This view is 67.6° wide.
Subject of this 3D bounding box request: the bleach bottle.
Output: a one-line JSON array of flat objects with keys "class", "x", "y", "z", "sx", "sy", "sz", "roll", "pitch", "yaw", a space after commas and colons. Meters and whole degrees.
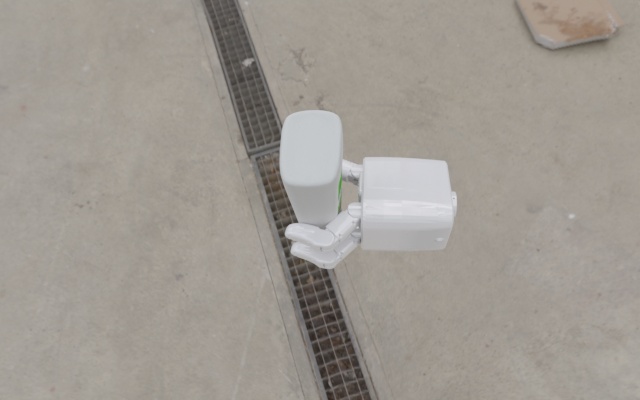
[{"class": "bleach bottle", "x": 0.000, "y": 0.002, "z": 0.615, "sx": 0.068, "sy": 0.102, "sz": 0.251, "roll": 0, "pitch": -28, "yaw": 6}]
